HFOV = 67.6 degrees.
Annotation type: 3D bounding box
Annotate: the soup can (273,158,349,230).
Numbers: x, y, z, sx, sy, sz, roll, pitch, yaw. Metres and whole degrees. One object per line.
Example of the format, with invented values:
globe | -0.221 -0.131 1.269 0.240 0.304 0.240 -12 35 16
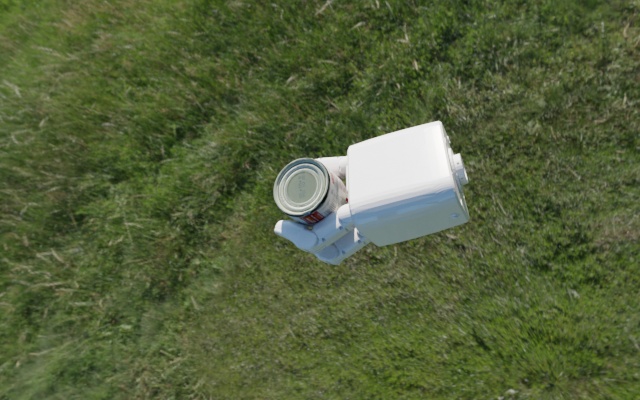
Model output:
soup can | -0.001 0.002 0.540 0.068 0.068 0.102 0 -19 26
